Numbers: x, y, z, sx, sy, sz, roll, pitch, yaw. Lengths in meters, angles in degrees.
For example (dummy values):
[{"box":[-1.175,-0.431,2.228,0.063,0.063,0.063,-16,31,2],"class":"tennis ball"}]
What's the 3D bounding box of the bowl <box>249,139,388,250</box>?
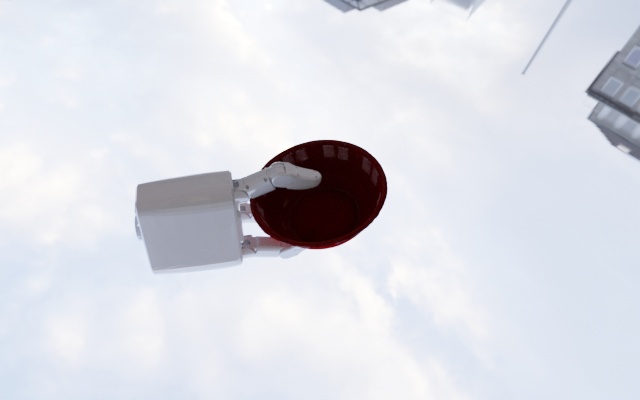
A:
[{"box":[0.001,0.002,0.571,0.162,0.162,0.055,0,-38,11],"class":"bowl"}]
